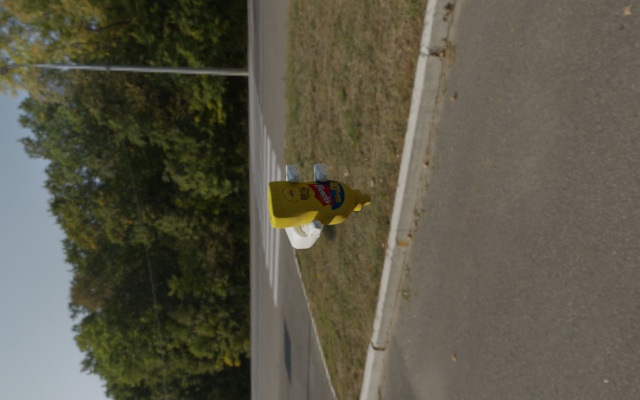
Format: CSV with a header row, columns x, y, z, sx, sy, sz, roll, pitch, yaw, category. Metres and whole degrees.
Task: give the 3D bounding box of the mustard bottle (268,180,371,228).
x,y,z,sx,sy,sz,roll,pitch,yaw,category
0.000,0.003,0.895,0.191,0.058,0.096,-3,45,-11,mustard bottle
